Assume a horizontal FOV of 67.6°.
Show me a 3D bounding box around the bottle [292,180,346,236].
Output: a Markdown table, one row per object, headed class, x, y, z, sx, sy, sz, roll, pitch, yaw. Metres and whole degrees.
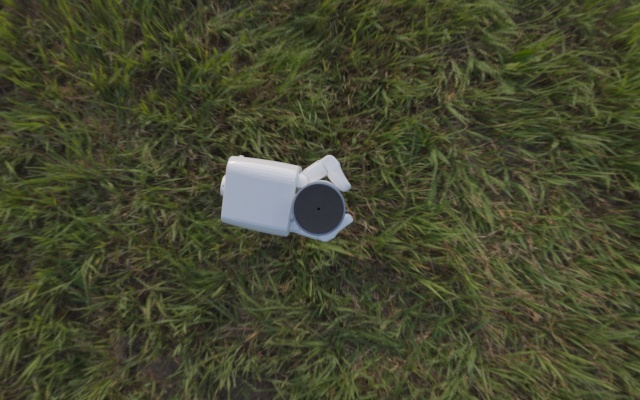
| class | x | y | z | sx | sy | sz | roll | pitch | yaw |
| --- | --- | --- | --- | --- | --- | --- | --- | --- | --- |
| bottle | 0.000 | 0.002 | 0.730 | 0.069 | 0.069 | 0.295 | 0 | 3 | 1 |
